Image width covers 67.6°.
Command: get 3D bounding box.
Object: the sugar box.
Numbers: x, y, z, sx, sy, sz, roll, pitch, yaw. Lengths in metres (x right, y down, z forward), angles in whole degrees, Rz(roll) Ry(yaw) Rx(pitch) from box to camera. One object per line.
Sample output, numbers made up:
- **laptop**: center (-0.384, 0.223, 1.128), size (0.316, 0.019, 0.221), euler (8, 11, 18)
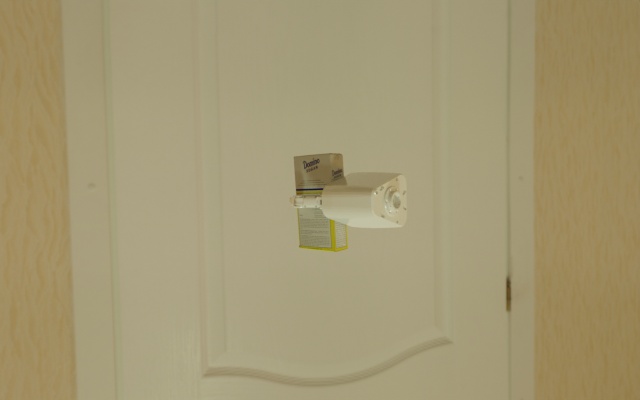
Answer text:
- **sugar box**: center (0.001, 0.003, 0.884), size (0.093, 0.176, 0.048), euler (1, 3, 41)
